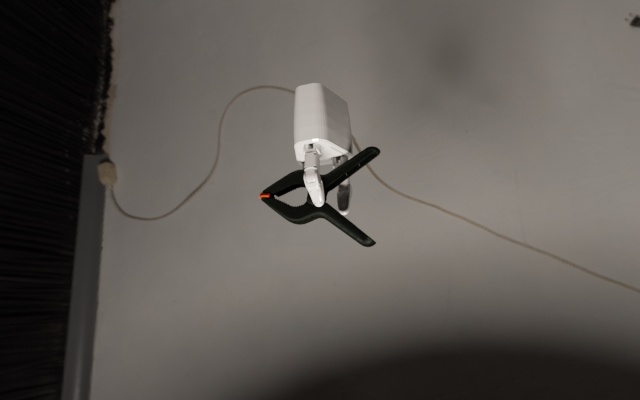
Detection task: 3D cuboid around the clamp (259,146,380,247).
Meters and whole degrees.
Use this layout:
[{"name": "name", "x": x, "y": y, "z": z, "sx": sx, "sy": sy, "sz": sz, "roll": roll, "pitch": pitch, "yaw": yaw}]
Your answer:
[{"name": "clamp", "x": -0.001, "y": 0.002, "z": 0.784, "sx": 0.210, "sy": 0.164, "sz": 0.036, "roll": -7, "pitch": -18, "yaw": 17}]
